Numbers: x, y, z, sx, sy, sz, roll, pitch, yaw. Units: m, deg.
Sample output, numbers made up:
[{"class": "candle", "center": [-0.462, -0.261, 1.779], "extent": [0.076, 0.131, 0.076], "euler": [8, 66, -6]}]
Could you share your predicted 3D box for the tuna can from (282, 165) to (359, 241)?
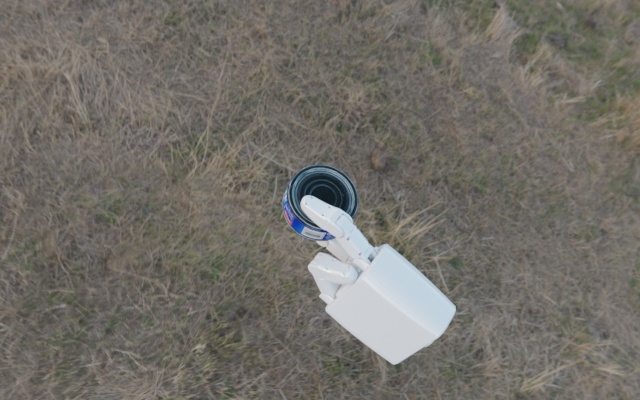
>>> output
[{"class": "tuna can", "center": [0.000, 0.002, 0.555], "extent": [0.086, 0.086, 0.034], "euler": [0, -24, -15]}]
